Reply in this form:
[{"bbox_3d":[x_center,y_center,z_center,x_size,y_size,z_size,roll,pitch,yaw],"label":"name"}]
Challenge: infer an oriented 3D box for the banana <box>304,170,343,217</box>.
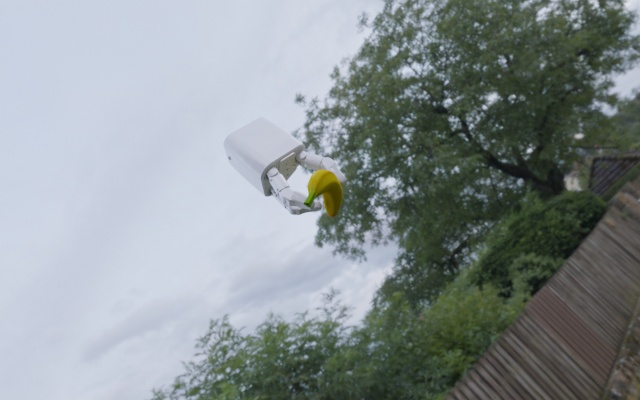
[{"bbox_3d":[0.008,-0.014,0.816,0.037,0.069,0.198,29,1,17],"label":"banana"}]
